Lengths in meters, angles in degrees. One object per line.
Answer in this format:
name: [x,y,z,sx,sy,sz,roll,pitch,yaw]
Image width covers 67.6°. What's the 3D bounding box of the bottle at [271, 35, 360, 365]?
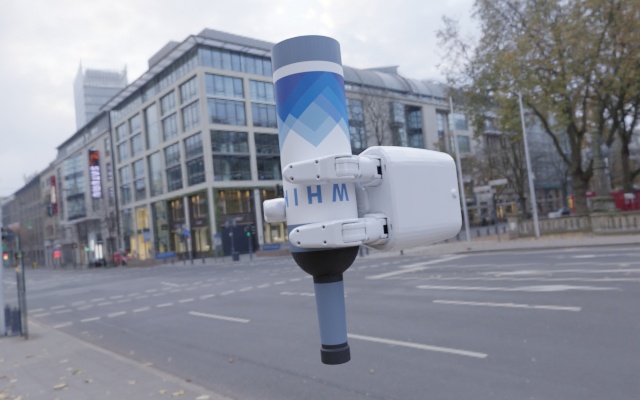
bottle: [0.000,0.001,0.447,0.069,0.295,0.069,-6,-3,0]
